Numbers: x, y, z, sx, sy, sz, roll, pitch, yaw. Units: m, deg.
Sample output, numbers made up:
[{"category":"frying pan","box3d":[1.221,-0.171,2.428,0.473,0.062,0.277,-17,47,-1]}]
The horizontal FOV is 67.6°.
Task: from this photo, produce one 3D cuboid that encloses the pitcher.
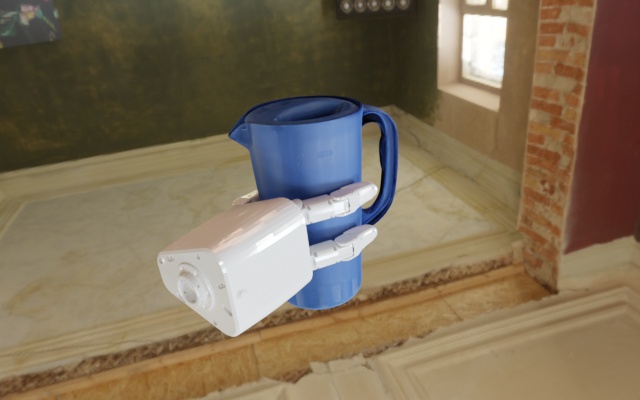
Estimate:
[{"category":"pitcher","box3d":[0.000,0.002,0.570,0.149,0.243,0.145,12,30,34]}]
